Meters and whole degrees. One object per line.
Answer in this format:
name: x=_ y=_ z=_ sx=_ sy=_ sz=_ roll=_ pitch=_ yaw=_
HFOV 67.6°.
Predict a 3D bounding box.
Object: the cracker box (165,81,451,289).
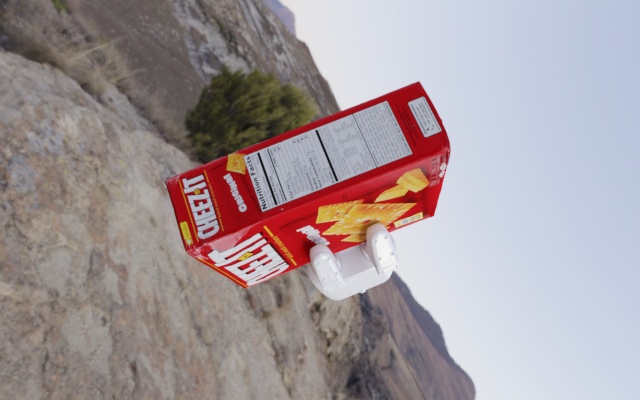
cracker box: x=0.000 y=0.001 z=0.428 sx=0.213 sy=0.072 sz=0.164 roll=-22 pitch=-21 yaw=-1
